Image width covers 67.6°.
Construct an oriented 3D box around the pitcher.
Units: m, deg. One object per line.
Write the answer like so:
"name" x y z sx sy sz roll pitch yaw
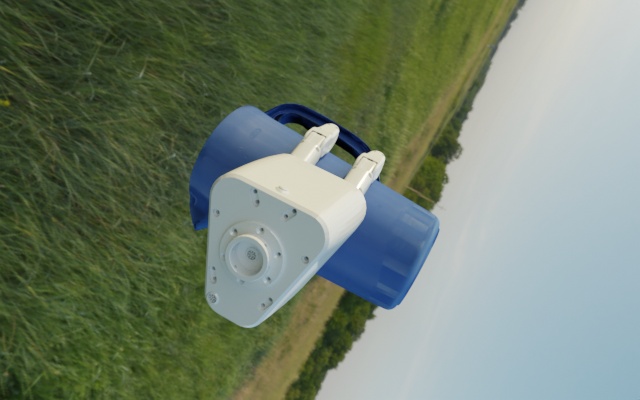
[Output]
"pitcher" 0.000 0.002 0.507 0.243 0.149 0.145 28 18 10
